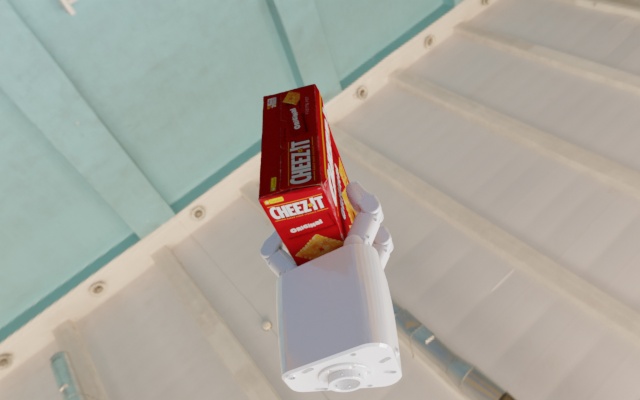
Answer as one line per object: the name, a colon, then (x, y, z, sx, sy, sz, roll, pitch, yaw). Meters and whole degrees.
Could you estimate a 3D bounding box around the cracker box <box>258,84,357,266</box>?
cracker box: (0.000, 0.002, 0.553, 0.072, 0.164, 0.214, -13, -44, 9)
